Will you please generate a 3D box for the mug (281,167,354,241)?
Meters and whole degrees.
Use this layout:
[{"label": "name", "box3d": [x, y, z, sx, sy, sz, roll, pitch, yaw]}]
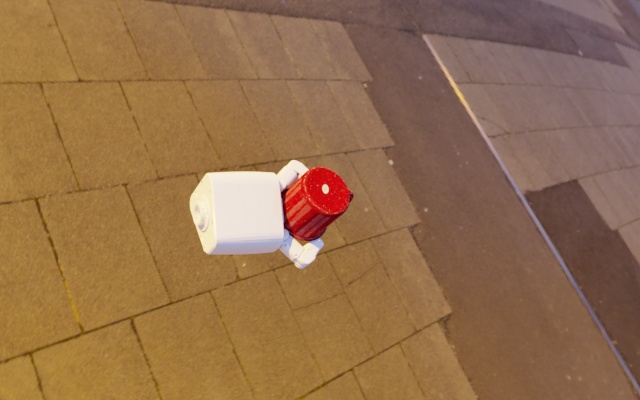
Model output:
[{"label": "mug", "box3d": [0.001, 0.002, 0.720, 0.117, 0.093, 0.081, -3, -25, -35]}]
